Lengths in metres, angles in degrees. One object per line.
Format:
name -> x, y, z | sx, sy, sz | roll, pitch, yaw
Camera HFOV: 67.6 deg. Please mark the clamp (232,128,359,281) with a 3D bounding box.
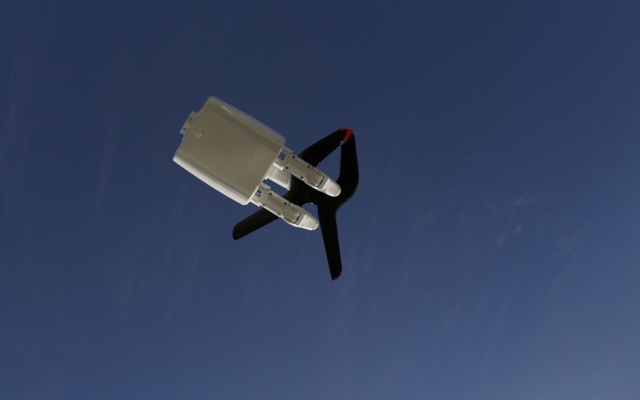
clamp -> 0.000, 0.001, 0.659 | 0.164, 0.210, 0.036 | 31, 5, -15
